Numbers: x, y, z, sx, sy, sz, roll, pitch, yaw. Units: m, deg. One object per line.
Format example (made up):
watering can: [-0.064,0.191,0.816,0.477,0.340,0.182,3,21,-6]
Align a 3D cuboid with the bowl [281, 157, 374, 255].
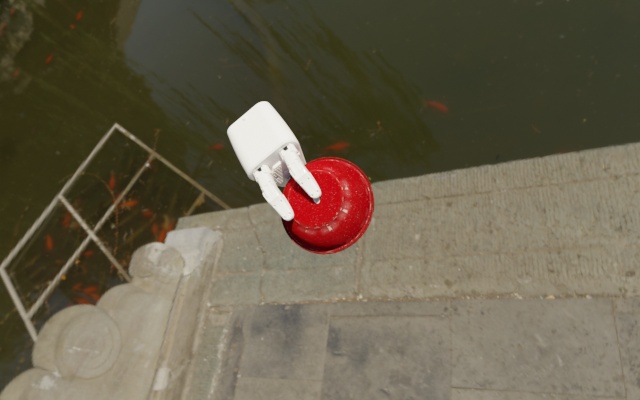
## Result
bowl: [0.001,0.003,0.754,0.162,0.162,0.055,0,-11,20]
